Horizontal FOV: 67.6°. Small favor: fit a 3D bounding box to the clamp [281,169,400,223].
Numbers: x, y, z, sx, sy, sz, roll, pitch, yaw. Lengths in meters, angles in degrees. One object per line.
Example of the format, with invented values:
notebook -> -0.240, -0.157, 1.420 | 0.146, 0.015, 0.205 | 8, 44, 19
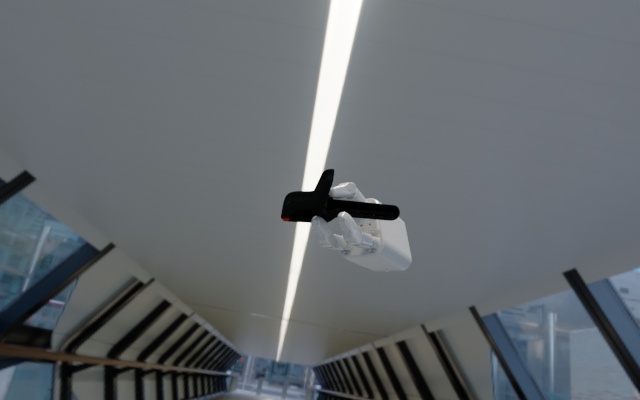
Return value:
clamp -> 0.000, 0.002, 0.779 | 0.210, 0.036, 0.165 | -8, -29, 39
